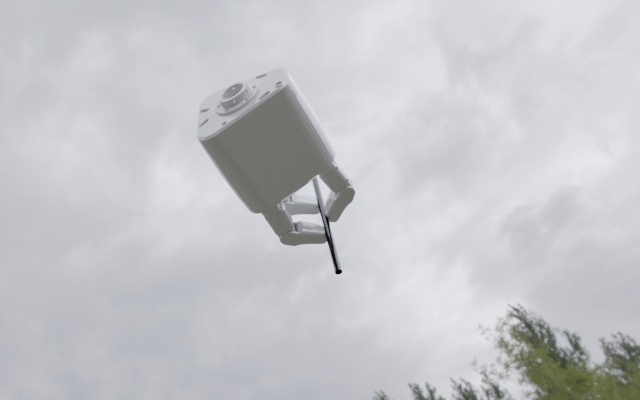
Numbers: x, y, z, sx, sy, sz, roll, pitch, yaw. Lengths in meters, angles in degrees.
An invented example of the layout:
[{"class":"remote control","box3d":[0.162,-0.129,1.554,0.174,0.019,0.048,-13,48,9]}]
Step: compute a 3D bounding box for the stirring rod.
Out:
[{"class":"stirring rod","box3d":[0.000,0.002,0.598,0.011,0.011,0.239,0,38,-12]}]
